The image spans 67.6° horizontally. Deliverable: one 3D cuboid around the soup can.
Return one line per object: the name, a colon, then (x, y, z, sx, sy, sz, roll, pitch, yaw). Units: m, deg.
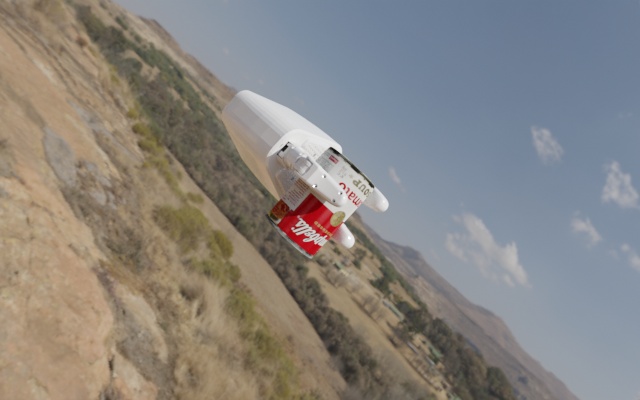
soup can: (0.001, 0.002, 0.509, 0.068, 0.102, 0.068, 43, 1, -1)
